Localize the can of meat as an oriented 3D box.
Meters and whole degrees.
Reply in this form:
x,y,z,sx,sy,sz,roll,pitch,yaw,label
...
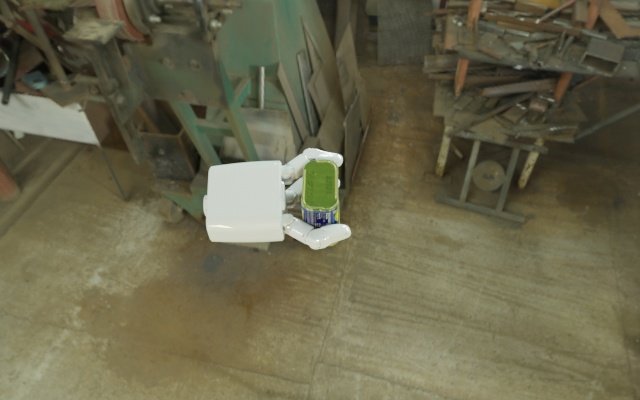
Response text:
x,y,z,sx,sy,sz,roll,pitch,yaw,label
0.000,0.002,0.704,0.057,0.102,0.084,-1,-41,1,can of meat
